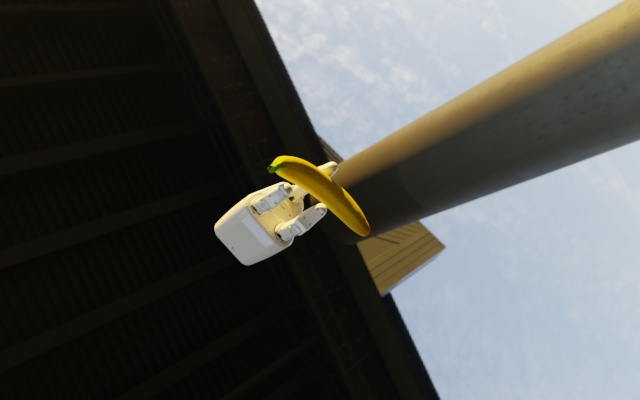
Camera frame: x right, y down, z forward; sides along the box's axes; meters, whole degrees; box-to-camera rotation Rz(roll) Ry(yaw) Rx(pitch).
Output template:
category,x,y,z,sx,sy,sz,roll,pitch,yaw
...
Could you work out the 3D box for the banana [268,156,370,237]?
category,x,y,z,sx,sy,sz,roll,pitch,yaw
banana,-0.002,-0.013,0.704,0.198,0.069,0.037,33,-51,-28
